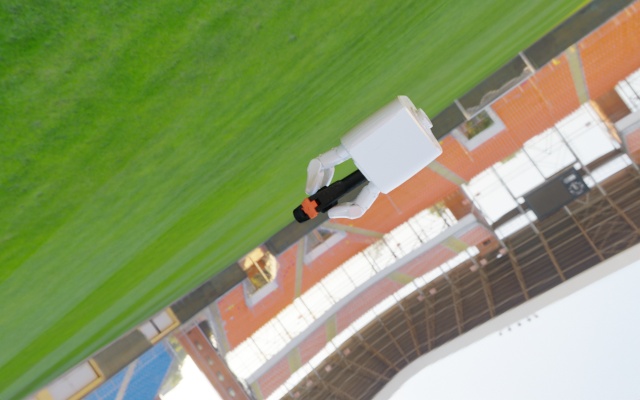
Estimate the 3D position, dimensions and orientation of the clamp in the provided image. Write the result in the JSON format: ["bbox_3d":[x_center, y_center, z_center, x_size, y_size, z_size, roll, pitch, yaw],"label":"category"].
[{"bbox_3d":[0.001,0.003,0.767,0.164,0.036,0.210,-35,-1,22],"label":"clamp"}]
